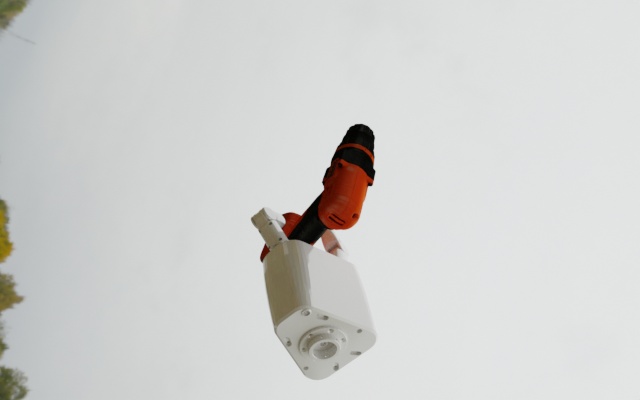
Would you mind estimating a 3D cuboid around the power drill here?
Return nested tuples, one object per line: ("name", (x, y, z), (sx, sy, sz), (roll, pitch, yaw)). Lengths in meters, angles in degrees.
("power drill", (0.000, 0.002, 0.612), (0.057, 0.184, 0.188), (33, -51, -10))
